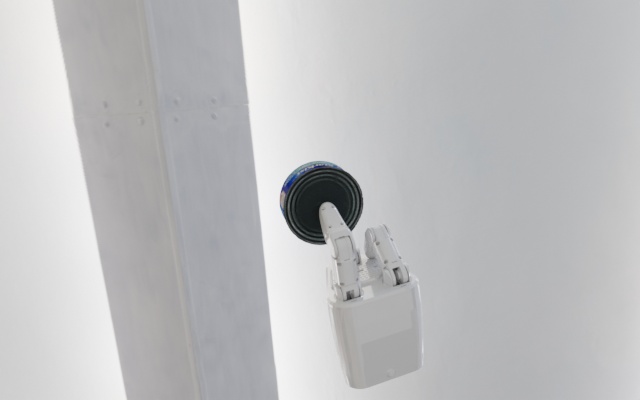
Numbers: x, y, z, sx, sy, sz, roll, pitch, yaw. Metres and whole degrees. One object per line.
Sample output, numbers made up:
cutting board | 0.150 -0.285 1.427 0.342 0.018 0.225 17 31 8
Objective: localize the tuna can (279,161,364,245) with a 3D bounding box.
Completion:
tuna can | 0.000 0.001 0.508 0.086 0.086 0.033 0 18 -15
